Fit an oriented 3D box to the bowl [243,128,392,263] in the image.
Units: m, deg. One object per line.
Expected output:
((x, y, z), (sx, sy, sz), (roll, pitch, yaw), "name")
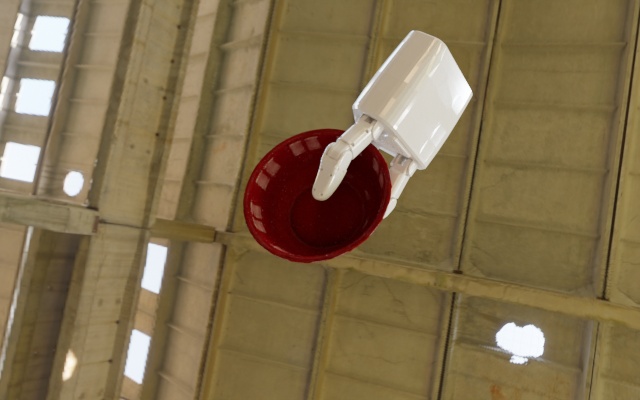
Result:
((-0.001, 0.003, 0.525), (0.162, 0.162, 0.055), (0, -28, 16), "bowl")
